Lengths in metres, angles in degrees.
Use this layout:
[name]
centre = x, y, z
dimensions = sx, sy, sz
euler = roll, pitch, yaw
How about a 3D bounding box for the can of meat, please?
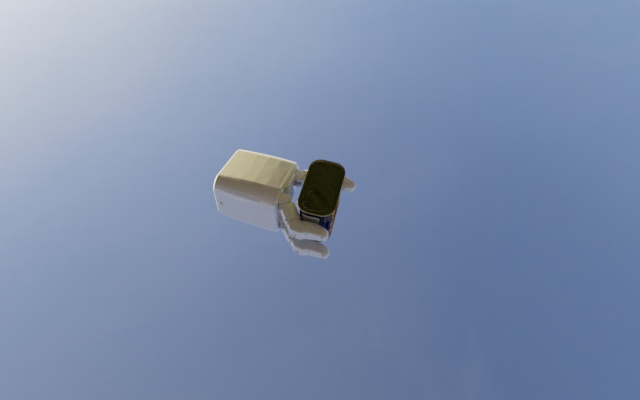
[can of meat]
centre = 0.000, 0.003, 0.746
dimensions = 0.057, 0.102, 0.084
euler = 13, -34, 6
